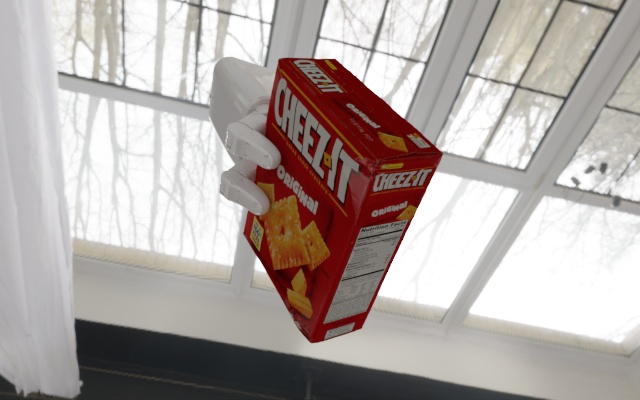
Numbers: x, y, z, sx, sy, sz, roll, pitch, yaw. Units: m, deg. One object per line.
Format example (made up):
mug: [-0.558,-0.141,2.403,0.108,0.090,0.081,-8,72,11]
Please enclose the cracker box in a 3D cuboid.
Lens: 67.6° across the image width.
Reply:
cracker box: [0.000,0.002,0.446,0.072,0.214,0.164,-10,44,-31]
